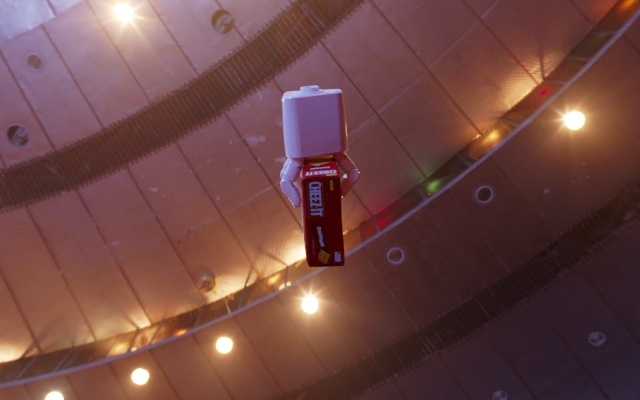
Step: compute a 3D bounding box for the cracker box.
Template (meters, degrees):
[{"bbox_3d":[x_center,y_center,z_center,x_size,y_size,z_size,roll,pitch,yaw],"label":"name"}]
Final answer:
[{"bbox_3d":[0.000,0.003,0.884,0.072,0.164,0.213,-4,19,0],"label":"cracker box"}]
